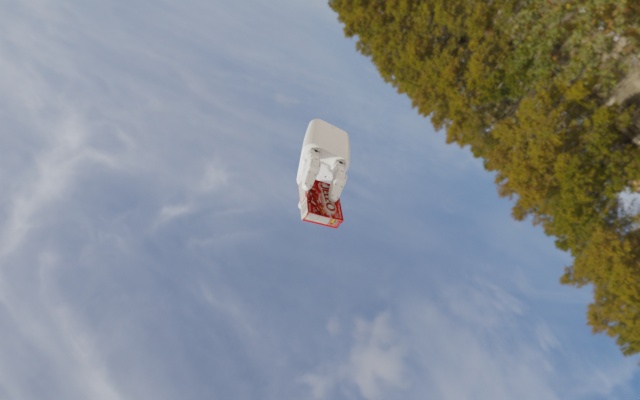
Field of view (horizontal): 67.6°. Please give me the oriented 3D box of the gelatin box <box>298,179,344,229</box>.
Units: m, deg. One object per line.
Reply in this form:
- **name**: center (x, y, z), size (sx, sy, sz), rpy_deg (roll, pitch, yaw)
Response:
- **gelatin box**: center (0.000, 0.003, 0.879), size (0.073, 0.089, 0.030), rpy_deg (15, -45, -24)
